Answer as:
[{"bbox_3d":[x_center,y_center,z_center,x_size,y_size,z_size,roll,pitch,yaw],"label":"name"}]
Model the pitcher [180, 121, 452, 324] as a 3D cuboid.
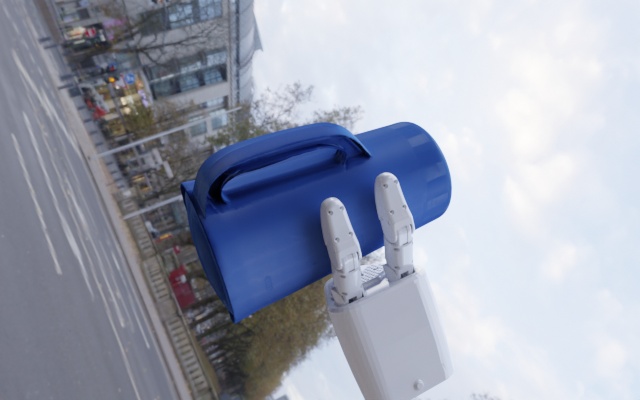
[{"bbox_3d":[0.000,0.002,0.451,0.243,0.145,0.149,-22,6,-18],"label":"pitcher"}]
